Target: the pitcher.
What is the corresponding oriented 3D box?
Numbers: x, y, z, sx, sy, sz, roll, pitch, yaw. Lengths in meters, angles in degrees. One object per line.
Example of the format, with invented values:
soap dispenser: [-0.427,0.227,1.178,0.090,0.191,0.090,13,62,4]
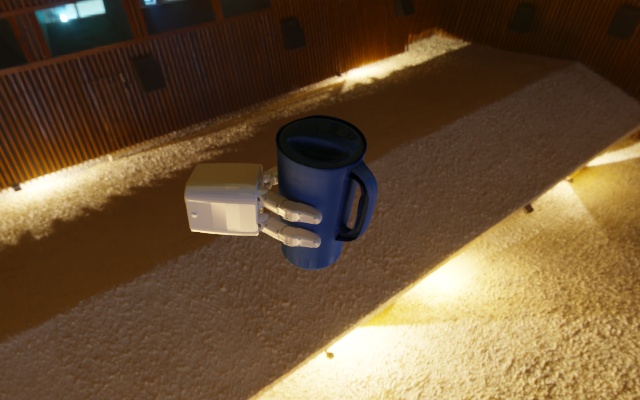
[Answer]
pitcher: [0.000,0.002,0.759,0.145,0.243,0.149,1,42,-5]
